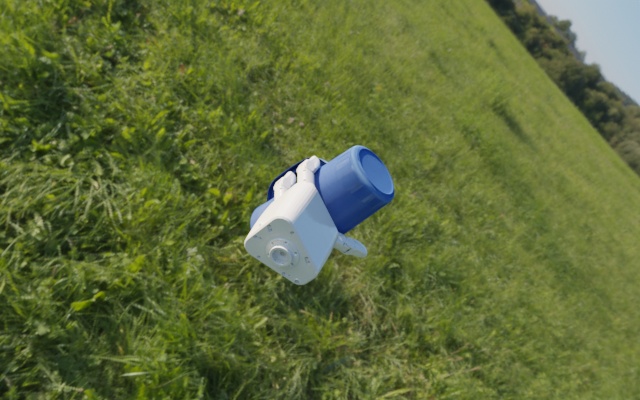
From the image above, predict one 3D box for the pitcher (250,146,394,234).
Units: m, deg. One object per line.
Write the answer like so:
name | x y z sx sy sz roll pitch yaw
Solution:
pitcher | 0.000 0.003 0.828 0.243 0.149 0.145 -35 12 30
